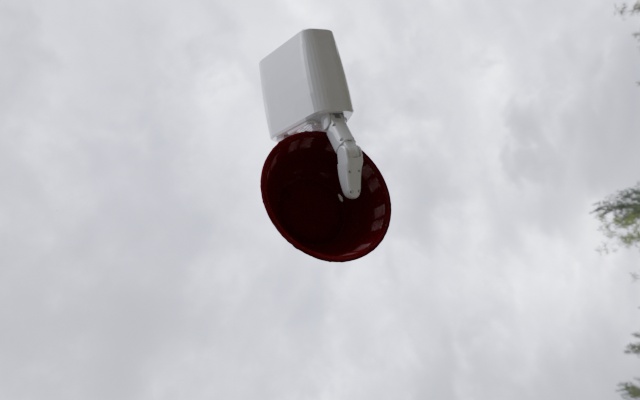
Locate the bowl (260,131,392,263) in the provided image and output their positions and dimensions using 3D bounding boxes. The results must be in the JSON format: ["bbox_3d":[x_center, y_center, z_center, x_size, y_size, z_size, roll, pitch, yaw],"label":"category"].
[{"bbox_3d":[0.000,0.003,0.556,0.162,0.162,0.055,0,-24,-26],"label":"bowl"}]
